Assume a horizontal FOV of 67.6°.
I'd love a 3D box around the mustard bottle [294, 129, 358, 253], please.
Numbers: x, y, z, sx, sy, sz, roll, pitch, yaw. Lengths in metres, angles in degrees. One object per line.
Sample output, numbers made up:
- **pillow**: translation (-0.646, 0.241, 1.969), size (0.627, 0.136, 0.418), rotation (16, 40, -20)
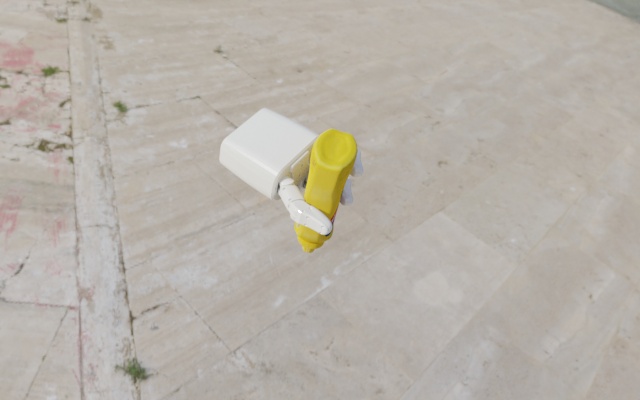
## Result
- **mustard bottle**: translation (0.000, 0.002, 0.671), size (0.058, 0.192, 0.096), rotation (16, 39, 1)
